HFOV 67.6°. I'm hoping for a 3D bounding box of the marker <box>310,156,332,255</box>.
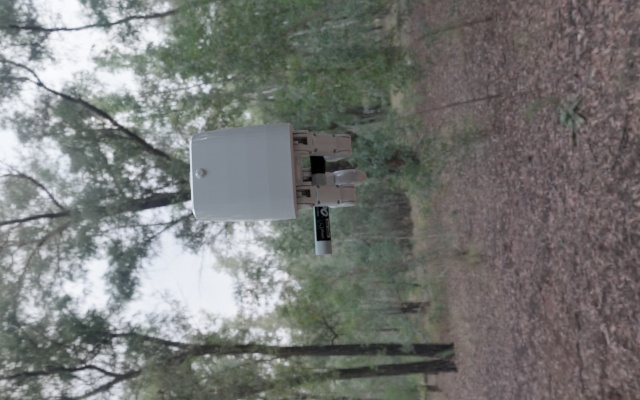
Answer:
[{"bbox_3d":[0.000,0.002,0.549,0.020,0.121,0.020,-4,-7,0],"label":"marker"}]
